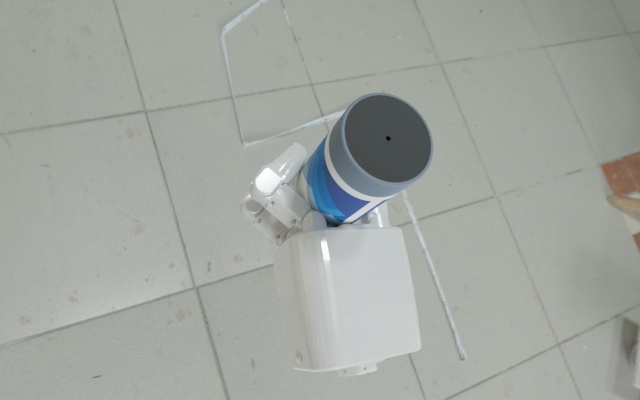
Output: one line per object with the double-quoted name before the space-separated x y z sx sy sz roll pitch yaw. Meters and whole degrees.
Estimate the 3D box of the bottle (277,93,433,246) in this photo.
"bottle" 0.000 0.001 0.444 0.069 0.069 0.296 0 -17 -18
